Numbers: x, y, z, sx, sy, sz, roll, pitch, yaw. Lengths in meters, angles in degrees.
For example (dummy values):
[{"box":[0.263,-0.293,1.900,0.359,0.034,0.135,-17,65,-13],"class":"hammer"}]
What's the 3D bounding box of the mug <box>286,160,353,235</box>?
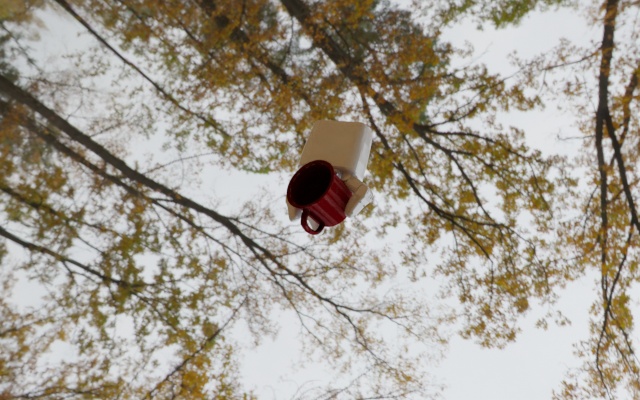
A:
[{"box":[0.000,0.004,0.796,0.093,0.117,0.081,-3,-32,37],"class":"mug"}]
